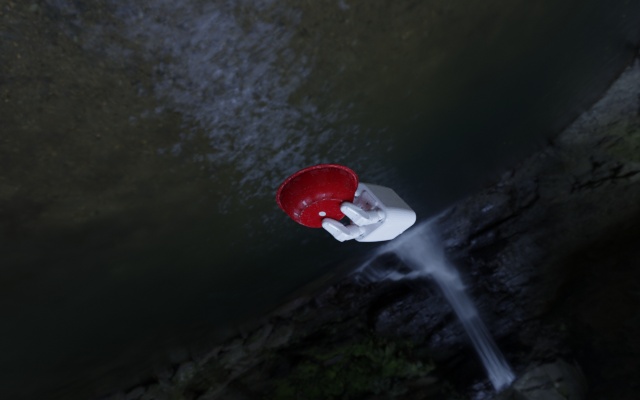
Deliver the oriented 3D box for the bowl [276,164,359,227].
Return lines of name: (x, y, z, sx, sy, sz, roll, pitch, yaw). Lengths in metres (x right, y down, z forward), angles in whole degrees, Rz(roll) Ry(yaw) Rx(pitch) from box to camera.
bowl: (-0.001, 0.003, 0.894, 0.162, 0.055, 0.162, -10, -34, -7)
